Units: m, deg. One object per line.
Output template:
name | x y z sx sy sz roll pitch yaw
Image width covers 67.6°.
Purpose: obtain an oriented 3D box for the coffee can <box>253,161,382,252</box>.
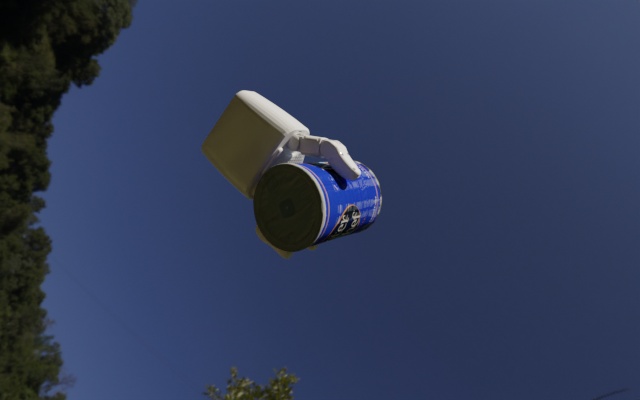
coffee can | 0.000 0.002 0.604 0.103 0.103 0.140 0 6 35
